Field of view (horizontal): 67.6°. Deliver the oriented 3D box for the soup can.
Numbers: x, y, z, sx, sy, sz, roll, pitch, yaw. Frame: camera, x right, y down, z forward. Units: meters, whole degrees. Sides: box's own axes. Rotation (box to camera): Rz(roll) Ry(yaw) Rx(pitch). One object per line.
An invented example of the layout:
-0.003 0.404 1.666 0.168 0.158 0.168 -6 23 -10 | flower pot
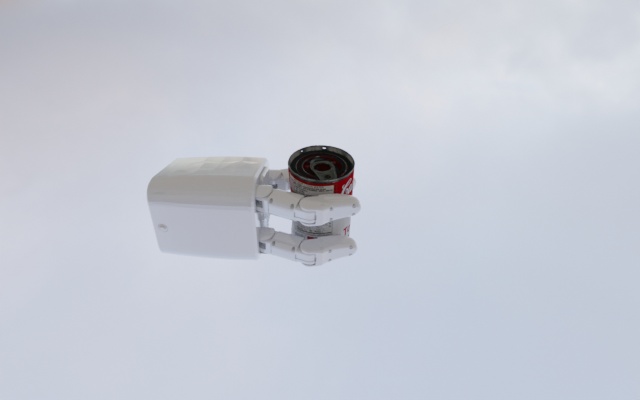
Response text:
0.001 0.002 0.511 0.068 0.102 0.068 1 37 -1 | soup can
